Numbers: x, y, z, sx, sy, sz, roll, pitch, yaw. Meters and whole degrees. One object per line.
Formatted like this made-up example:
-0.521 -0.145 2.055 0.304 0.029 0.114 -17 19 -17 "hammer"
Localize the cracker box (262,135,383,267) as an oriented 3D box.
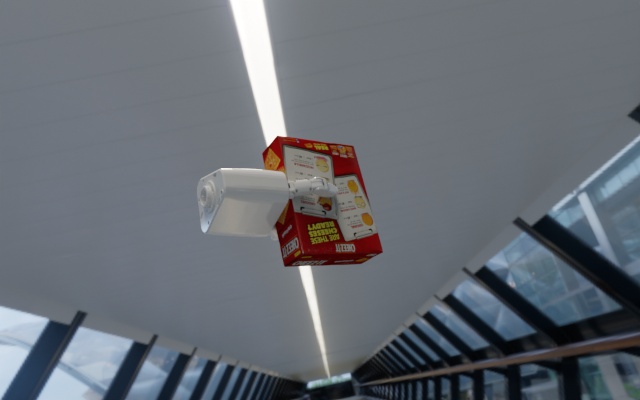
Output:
0.000 0.002 0.820 0.164 0.213 0.072 3 -27 -34 "cracker box"
